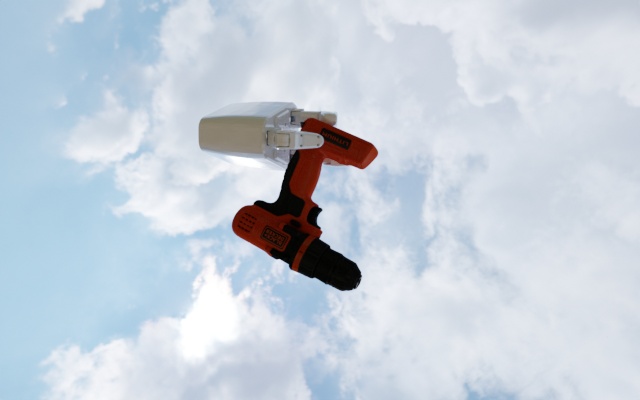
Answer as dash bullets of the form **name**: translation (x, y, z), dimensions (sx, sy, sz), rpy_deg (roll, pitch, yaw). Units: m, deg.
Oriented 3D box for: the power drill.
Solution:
- **power drill**: translation (0.000, 0.001, 0.613), dimensions (0.184, 0.187, 0.057), rpy_deg (27, -6, 13)
